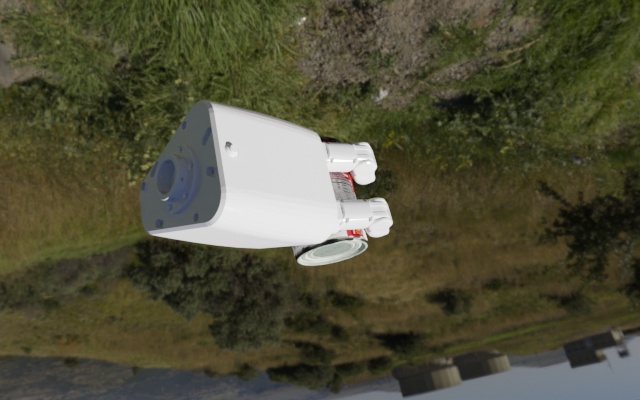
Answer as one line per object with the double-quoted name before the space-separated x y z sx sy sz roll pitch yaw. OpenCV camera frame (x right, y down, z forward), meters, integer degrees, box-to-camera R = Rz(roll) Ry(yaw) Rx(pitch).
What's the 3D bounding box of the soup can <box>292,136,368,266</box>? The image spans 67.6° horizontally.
"soup can" 0.000 0.002 0.442 0.068 0.102 0.068 -11 -21 -5
